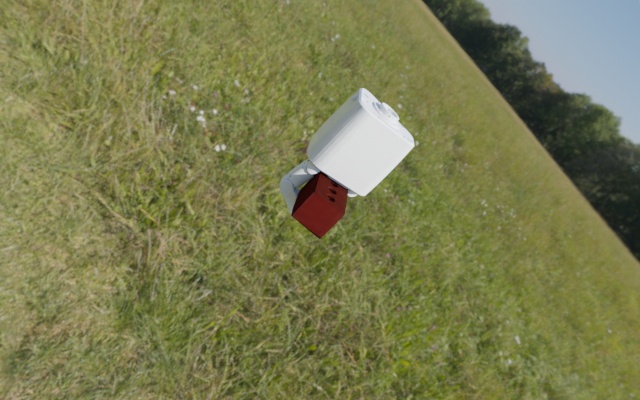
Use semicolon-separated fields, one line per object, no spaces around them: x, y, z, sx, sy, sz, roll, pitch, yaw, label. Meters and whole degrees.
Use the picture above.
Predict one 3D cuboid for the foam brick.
0.000;0.002;0.652;0.053;0.051;0.078;39;25;-14;foam brick
